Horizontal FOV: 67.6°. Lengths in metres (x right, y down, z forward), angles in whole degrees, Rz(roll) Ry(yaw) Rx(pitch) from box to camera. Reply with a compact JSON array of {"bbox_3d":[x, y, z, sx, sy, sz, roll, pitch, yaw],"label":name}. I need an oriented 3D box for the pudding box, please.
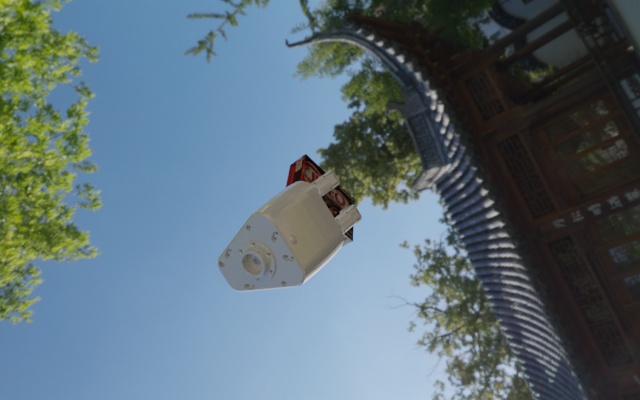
[{"bbox_3d":[0.000,0.002,0.676,0.039,0.090,0.113,-30,-57,29],"label":"pudding box"}]
